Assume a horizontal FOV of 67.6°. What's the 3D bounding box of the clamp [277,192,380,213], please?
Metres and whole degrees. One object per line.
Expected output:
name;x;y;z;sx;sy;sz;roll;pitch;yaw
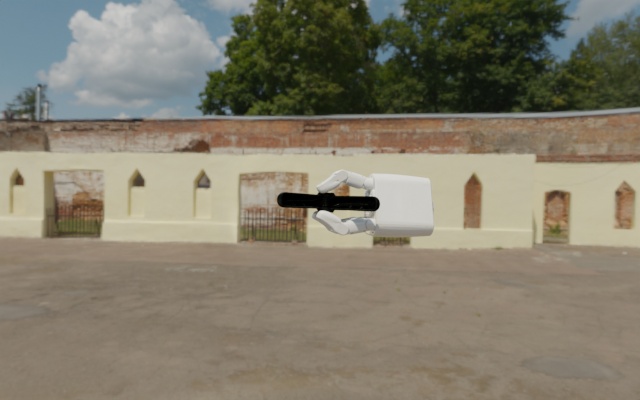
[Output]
clamp;0.000;0.002;0.847;0.164;0.036;0.210;4;-1;-9
